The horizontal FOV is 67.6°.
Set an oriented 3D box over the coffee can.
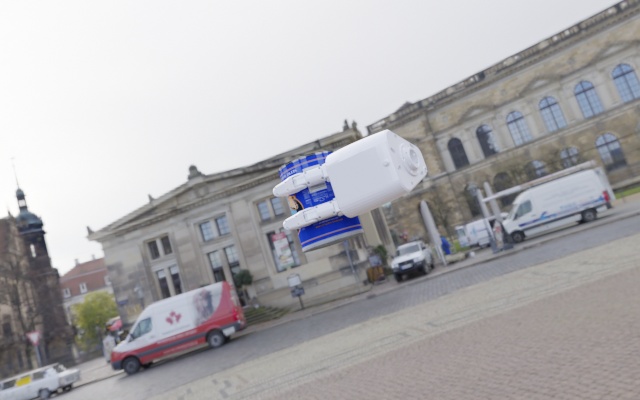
[{"bbox_3d":[0.000,0.003,0.775,0.103,0.140,0.103,-18,-8,-3],"label":"coffee can"}]
